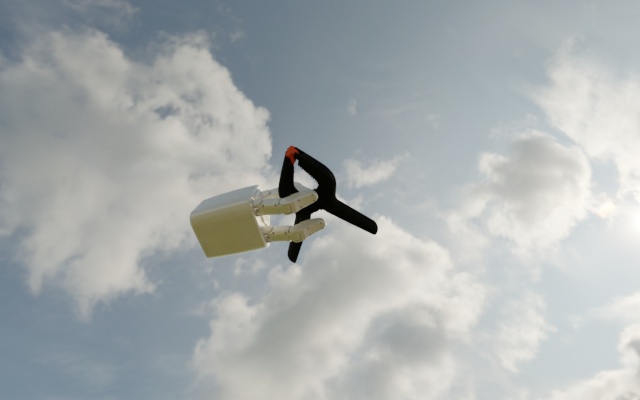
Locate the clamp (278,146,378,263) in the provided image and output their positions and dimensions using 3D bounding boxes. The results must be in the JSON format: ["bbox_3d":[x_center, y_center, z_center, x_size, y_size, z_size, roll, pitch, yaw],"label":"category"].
[{"bbox_3d":[0.000,0.002,0.785,0.164,0.210,0.036,-15,31,3],"label":"clamp"}]
